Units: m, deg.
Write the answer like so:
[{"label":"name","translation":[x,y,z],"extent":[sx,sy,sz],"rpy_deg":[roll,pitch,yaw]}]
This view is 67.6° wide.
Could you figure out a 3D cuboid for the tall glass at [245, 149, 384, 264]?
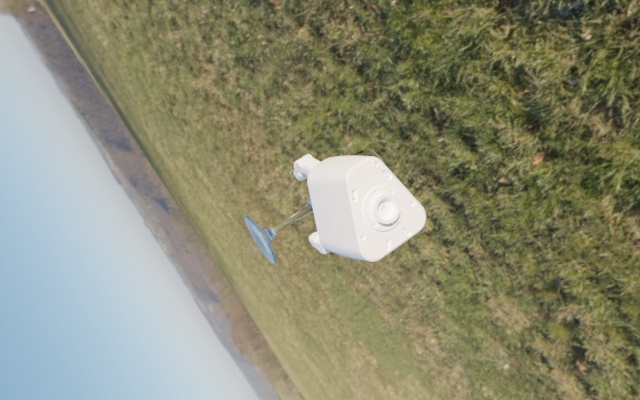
[{"label":"tall glass","translation":[-0.001,0.002,0.661],"extent":[0.201,0.079,0.079],"rpy_deg":[-32,11,-18]}]
